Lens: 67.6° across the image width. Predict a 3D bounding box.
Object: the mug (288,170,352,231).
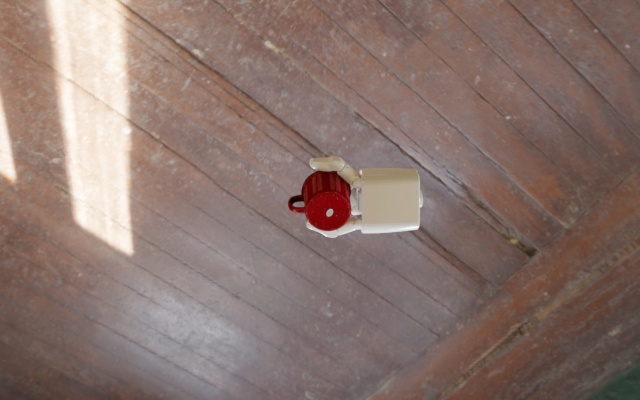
[{"bbox_3d":[-0.001,0.003,0.852,0.117,0.093,0.081,-3,26,-1],"label":"mug"}]
